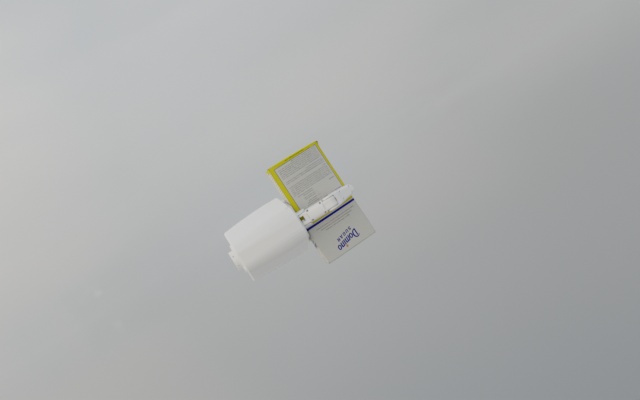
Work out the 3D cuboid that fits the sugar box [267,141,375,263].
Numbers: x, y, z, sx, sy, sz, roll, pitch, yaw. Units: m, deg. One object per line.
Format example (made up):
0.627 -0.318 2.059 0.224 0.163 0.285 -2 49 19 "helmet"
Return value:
0.000 0.003 0.762 0.093 0.176 0.048 -33 3 -11 "sugar box"
